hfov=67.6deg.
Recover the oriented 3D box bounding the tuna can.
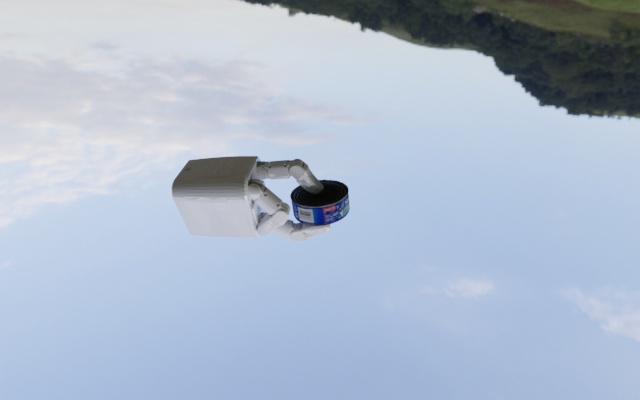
[{"bbox_3d":[0.000,0.003,0.702,0.086,0.034,0.086,-6,27,3],"label":"tuna can"}]
